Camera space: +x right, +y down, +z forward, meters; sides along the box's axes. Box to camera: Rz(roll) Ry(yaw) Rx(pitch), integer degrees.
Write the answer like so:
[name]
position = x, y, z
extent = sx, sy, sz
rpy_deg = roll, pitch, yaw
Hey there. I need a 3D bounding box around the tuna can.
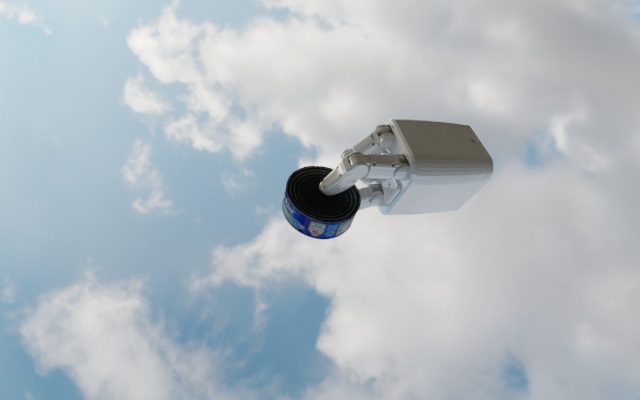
[tuna can]
position = 0.000, 0.002, 0.541
extent = 0.086, 0.086, 0.034
rpy_deg = 0, -42, -19
